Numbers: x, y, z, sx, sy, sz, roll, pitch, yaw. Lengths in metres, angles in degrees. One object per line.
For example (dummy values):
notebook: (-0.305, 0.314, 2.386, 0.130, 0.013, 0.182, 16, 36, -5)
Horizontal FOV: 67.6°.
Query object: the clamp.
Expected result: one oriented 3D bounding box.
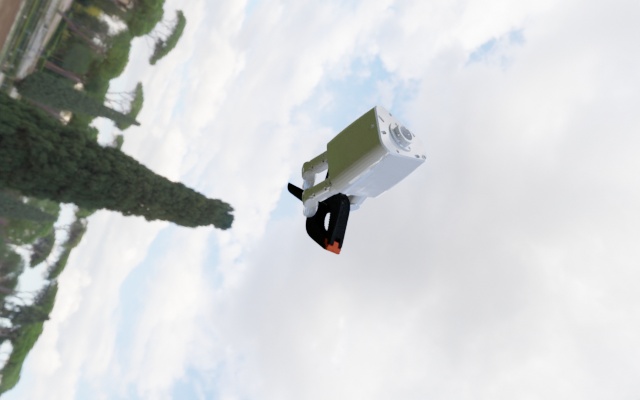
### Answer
clamp: (0.001, 0.003, 0.795, 0.036, 0.209, 0.165, 23, -43, -32)
